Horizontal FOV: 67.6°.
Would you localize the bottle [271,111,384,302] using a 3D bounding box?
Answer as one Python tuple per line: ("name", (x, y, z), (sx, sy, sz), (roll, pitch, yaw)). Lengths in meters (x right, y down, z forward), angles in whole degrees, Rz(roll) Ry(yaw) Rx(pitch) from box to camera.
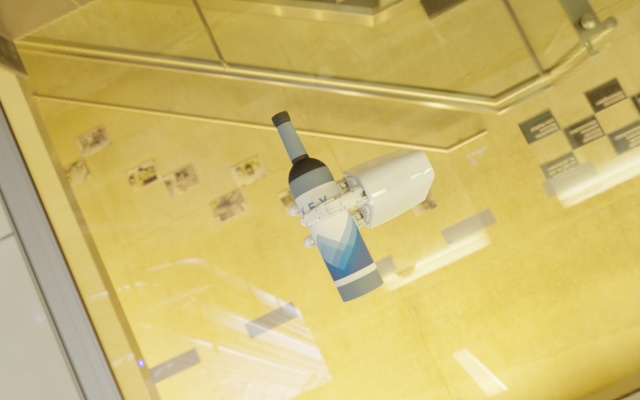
("bottle", (0.000, 0.003, 0.712), (0.069, 0.295, 0.069), (-25, -5, -3))
